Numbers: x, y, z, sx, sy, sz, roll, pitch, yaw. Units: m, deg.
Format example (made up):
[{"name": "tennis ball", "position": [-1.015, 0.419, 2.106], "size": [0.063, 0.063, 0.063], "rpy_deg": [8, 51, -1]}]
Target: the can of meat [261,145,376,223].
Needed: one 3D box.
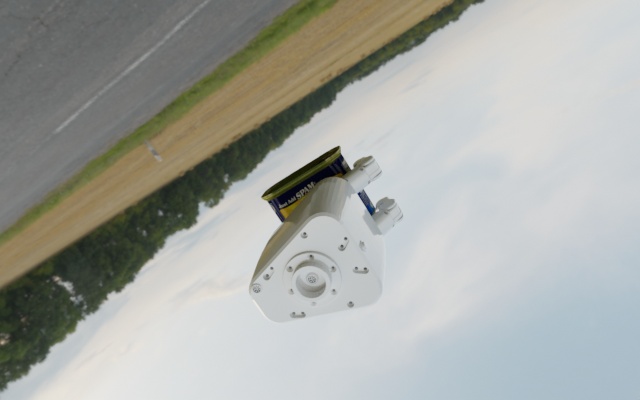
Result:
[{"name": "can of meat", "position": [0.000, 0.002, 0.533], "size": [0.102, 0.084, 0.057], "rpy_deg": [-31, 11, 10]}]
